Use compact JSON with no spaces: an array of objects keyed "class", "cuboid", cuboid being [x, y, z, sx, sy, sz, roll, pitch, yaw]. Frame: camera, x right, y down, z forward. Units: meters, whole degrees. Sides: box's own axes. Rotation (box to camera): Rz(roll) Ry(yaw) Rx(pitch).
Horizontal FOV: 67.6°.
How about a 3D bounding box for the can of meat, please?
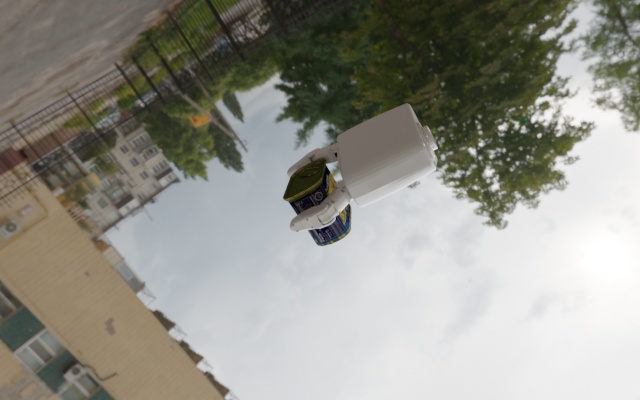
[{"class":"can of meat","cuboid":[0.000,0.002,0.643,0.057,0.084,0.102,-27,20,16]}]
